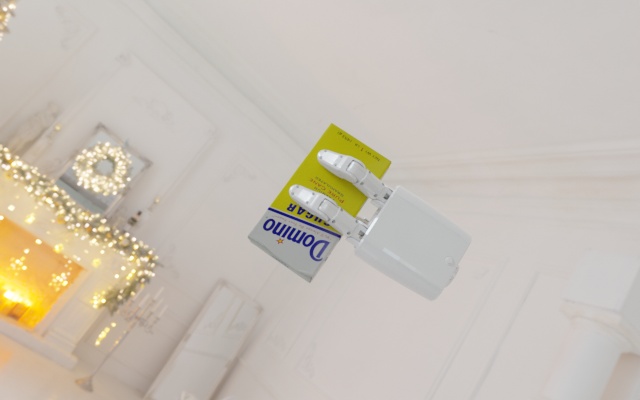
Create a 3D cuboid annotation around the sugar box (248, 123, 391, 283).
[{"bbox_3d":[0.000,0.002,0.584,0.093,0.176,0.048,33,-15,7],"label":"sugar box"}]
